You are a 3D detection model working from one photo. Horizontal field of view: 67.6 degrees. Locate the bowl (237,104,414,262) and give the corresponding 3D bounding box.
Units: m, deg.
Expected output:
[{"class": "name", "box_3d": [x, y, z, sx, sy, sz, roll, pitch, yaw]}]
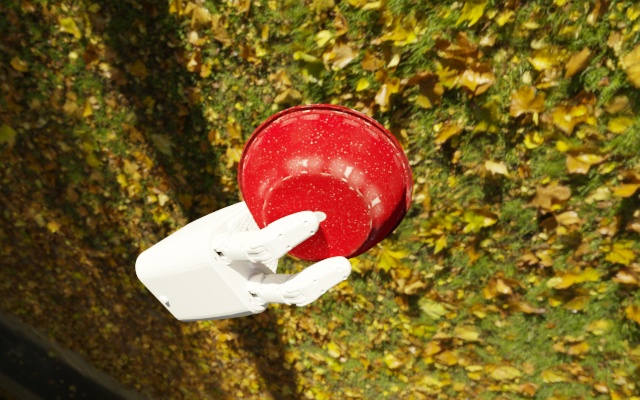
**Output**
[{"class": "bowl", "box_3d": [0.001, 0.001, 0.416, 0.162, 0.162, 0.055, 0, 33, 9]}]
